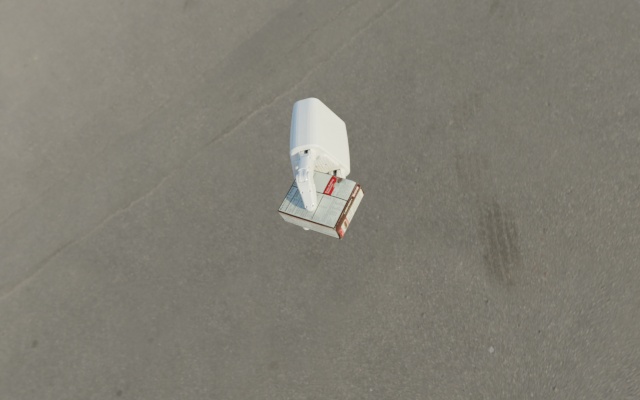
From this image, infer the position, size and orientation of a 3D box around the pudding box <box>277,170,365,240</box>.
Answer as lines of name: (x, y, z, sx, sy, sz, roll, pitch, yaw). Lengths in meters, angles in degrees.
pudding box: (0.000, 0.002, 0.762, 0.113, 0.090, 0.039, 16, -22, 31)
